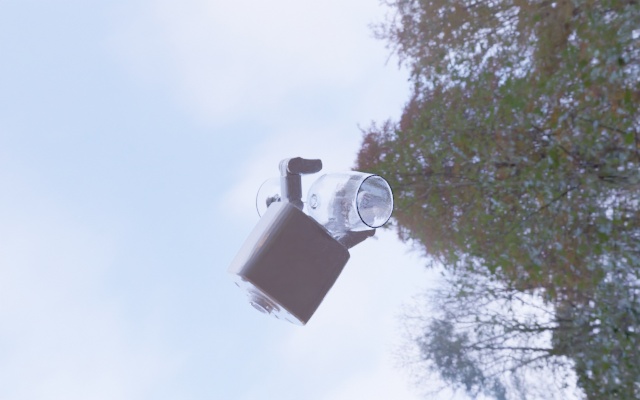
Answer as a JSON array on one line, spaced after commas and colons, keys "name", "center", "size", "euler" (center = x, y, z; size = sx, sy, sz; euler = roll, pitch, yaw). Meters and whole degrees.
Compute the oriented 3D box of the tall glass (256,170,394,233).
[{"name": "tall glass", "center": [0.000, 0.002, 0.620], "size": [0.079, 0.079, 0.201], "euler": [0, -1, -40]}]
